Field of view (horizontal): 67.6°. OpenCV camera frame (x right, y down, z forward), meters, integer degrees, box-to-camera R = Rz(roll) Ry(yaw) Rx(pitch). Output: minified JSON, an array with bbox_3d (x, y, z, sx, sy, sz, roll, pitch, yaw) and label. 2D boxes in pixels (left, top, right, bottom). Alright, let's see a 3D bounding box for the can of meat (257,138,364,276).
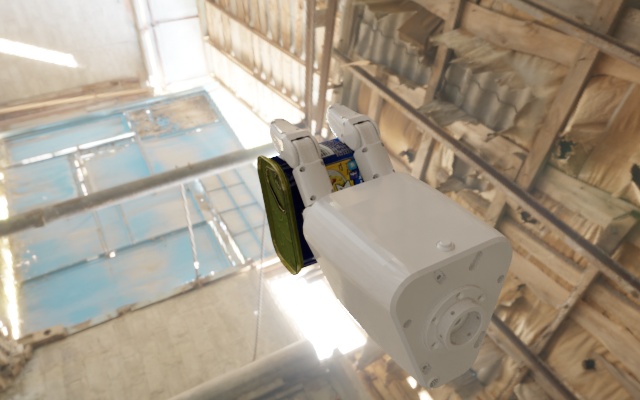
[{"bbox_3d":[0.000,0.001,0.409,0.084,0.102,0.057,-19,27,-21],"label":"can of meat"}]
